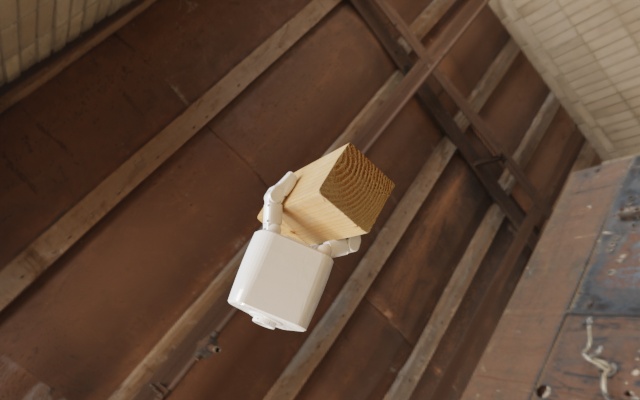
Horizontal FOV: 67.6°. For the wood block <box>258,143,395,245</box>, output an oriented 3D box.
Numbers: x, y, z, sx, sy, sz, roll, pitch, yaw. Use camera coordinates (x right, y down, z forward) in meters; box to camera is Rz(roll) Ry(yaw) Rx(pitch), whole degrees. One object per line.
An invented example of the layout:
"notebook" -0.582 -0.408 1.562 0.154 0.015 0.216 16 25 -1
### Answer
"wood block" 0.000 0.002 0.706 0.091 0.090 0.206 41 -27 -16
